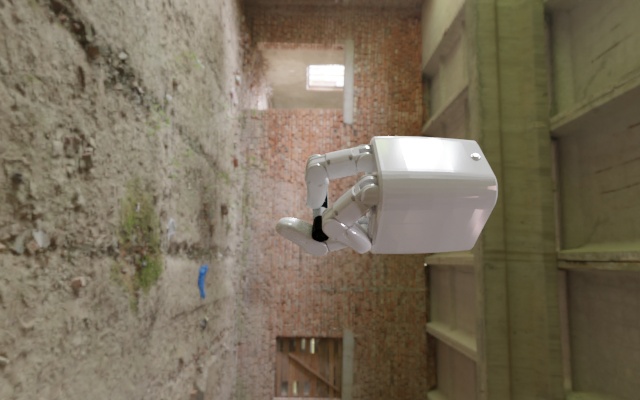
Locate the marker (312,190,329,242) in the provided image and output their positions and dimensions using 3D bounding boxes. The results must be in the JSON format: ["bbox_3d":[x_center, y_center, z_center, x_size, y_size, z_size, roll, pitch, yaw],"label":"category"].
[{"bbox_3d":[0.000,0.002,0.527,0.020,0.020,0.121,0,38,0],"label":"marker"}]
